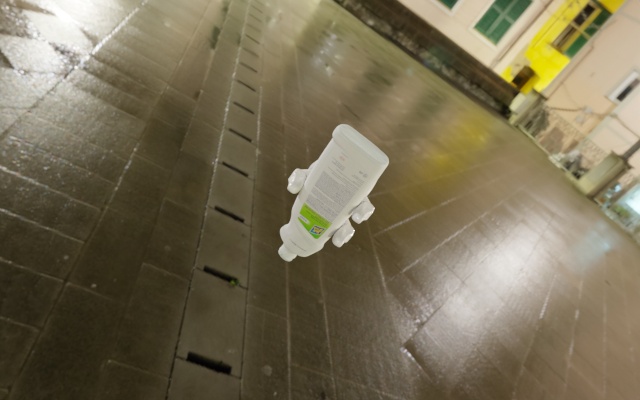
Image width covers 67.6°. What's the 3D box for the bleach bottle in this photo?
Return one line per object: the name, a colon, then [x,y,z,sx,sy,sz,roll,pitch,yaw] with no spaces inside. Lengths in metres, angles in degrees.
bleach bottle: [0.000,0.003,0.791,0.102,0.251,0.068,39,26,3]
